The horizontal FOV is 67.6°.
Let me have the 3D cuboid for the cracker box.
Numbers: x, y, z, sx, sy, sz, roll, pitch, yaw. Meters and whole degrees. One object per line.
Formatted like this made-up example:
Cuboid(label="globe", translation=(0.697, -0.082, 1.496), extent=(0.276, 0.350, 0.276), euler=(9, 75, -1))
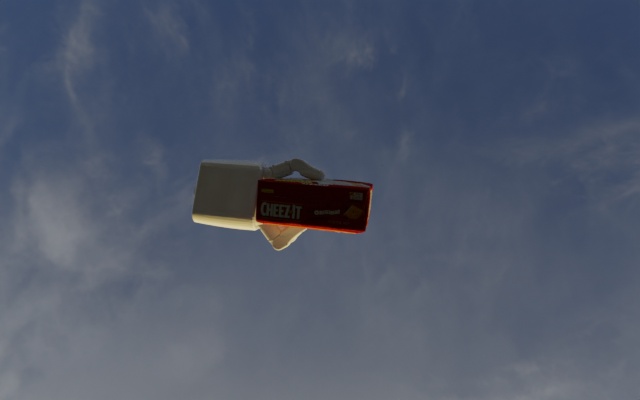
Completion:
Cuboid(label="cracker box", translation=(0.000, 0.002, 0.781), extent=(0.164, 0.072, 0.213), euler=(5, 5, 7))
